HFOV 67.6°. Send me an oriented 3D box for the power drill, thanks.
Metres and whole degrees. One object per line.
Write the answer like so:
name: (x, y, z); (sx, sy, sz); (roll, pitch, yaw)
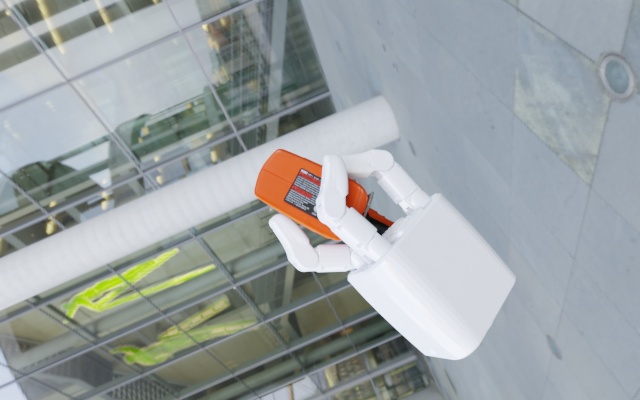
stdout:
power drill: (0.000, 0.002, 0.518); (0.184, 0.057, 0.188); (25, -2, 18)
